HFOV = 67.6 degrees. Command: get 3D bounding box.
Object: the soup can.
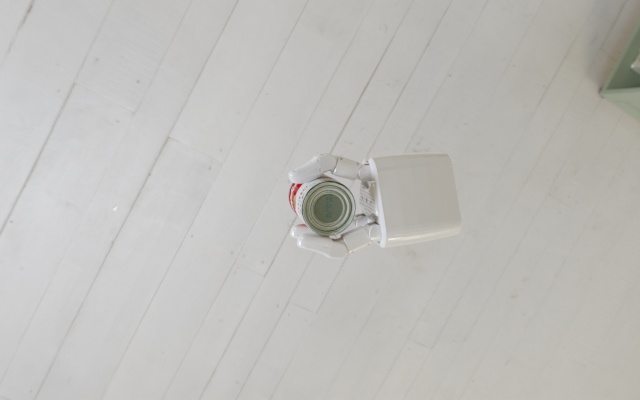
[{"bbox_3d":[0.000,0.002,0.609,0.068,0.068,0.102,0,10,-12],"label":"soup can"}]
